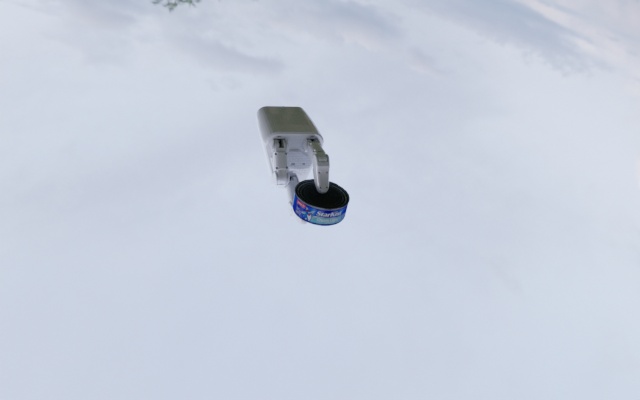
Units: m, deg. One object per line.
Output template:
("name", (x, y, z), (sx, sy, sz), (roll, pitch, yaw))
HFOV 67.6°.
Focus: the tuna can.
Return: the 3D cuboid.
("tuna can", (0.000, 0.003, 0.737), (0.086, 0.034, 0.086), (9, 31, -6))
